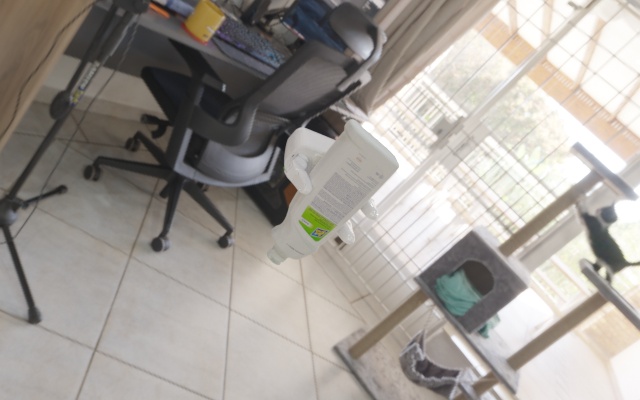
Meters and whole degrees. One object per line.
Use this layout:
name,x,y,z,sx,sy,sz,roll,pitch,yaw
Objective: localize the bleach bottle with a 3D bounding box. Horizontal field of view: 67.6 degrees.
bleach bottle,0.000,0.002,0.730,0.102,0.251,0.068,38,19,-18
